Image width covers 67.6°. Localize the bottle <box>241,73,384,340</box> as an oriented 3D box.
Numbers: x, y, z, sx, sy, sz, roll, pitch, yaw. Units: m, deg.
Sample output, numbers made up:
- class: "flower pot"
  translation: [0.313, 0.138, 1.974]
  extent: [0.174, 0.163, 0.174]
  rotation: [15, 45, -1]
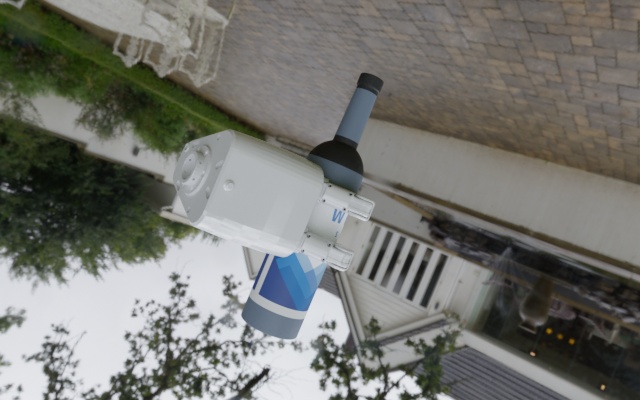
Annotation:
- class: "bottle"
  translation: [0.000, 0.002, 0.523]
  extent: [0.069, 0.295, 0.069]
  rotation: [23, 0, 0]
